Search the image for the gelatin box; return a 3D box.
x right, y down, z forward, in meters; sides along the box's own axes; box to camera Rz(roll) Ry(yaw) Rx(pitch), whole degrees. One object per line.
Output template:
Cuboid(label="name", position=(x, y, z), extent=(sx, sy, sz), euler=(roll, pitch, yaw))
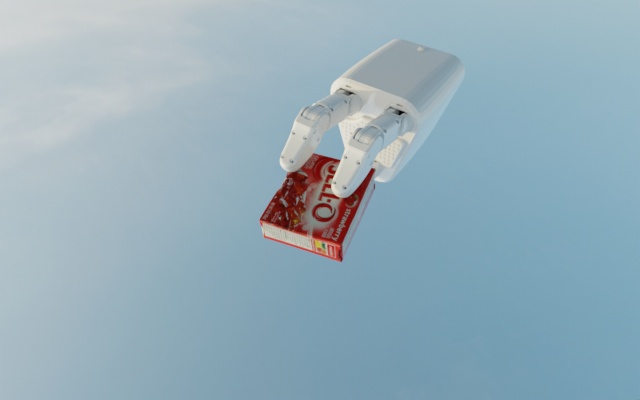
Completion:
Cuboid(label="gelatin box", position=(0.000, 0.002, 0.413), extent=(0.073, 0.089, 0.030), euler=(16, -35, 17))
